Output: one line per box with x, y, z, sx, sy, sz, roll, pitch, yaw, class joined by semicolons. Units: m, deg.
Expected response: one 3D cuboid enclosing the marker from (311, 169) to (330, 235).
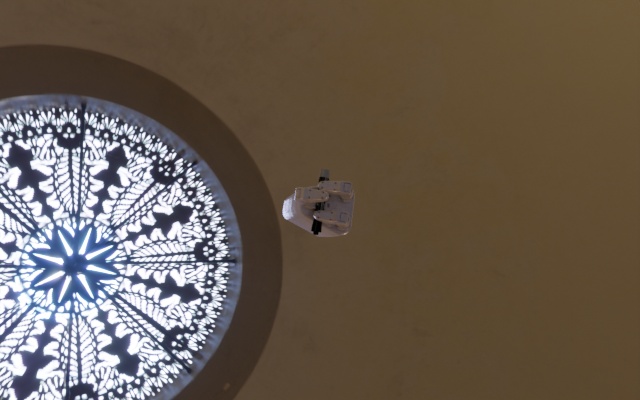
0.000;0.003;0.868;0.020;0.121;0.020;8;-12;2;marker
